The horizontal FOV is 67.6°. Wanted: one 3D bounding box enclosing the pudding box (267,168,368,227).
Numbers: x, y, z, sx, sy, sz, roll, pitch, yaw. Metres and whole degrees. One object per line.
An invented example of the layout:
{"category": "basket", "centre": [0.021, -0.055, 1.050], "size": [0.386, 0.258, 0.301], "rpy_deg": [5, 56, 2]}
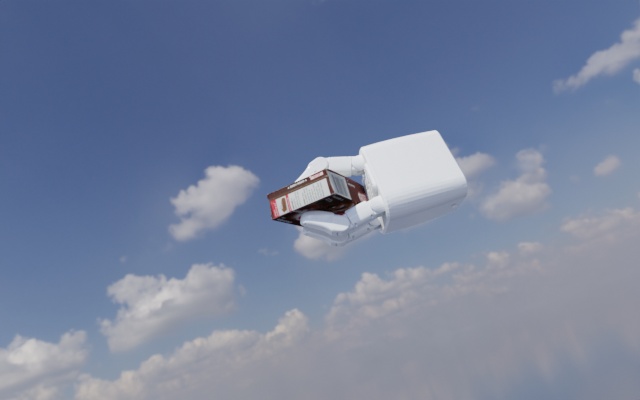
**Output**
{"category": "pudding box", "centre": [0.000, 0.002, 0.610], "size": [0.090, 0.039, 0.113], "rpy_deg": [-23, -21, 23]}
